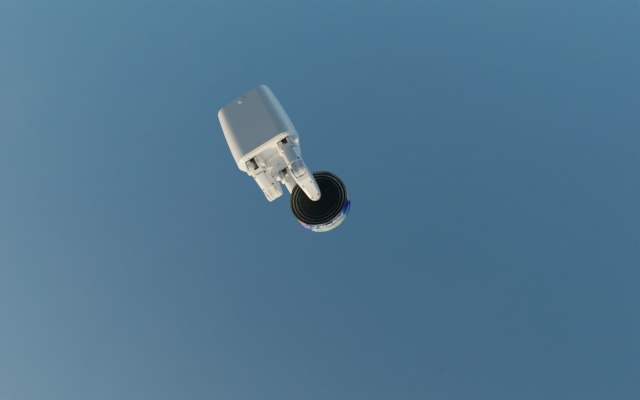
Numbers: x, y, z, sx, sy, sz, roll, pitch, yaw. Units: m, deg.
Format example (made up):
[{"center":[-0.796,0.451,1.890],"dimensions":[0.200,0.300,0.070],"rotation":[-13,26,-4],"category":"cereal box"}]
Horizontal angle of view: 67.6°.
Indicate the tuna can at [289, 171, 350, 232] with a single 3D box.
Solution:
[{"center":[0.000,0.003,0.701],"dimensions":[0.086,0.086,0.034],"rotation":[0,-24,17],"category":"tuna can"}]
